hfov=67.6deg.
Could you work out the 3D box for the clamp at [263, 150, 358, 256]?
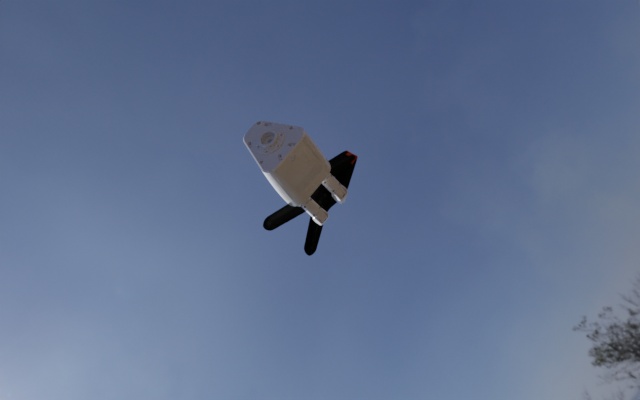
[{"bbox_3d":[0.000,0.002,0.879,0.036,0.210,0.165,34,-11,34],"label":"clamp"}]
